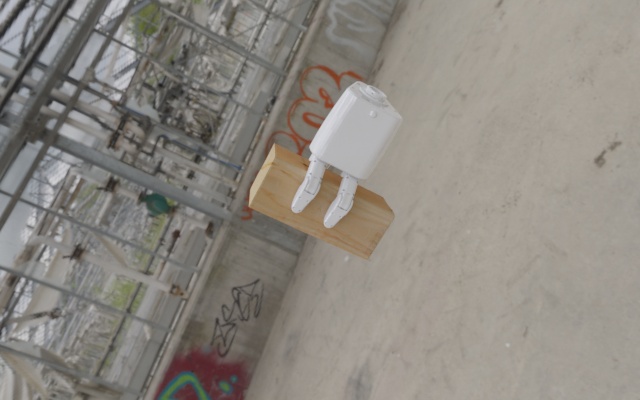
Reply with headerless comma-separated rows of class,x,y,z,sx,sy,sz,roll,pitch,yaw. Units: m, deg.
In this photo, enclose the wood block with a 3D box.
wood block,0.000,0.002,0.757,0.206,0.090,0.090,26,15,-14
